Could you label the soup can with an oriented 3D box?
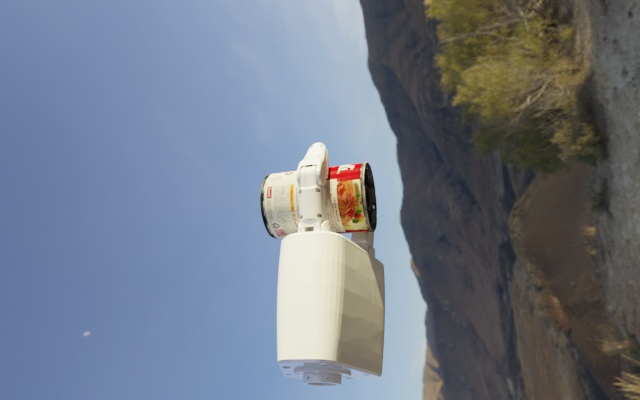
[{"bbox_3d":[0.000,0.001,0.472,0.102,0.068,0.068,-6,-2,15],"label":"soup can"}]
